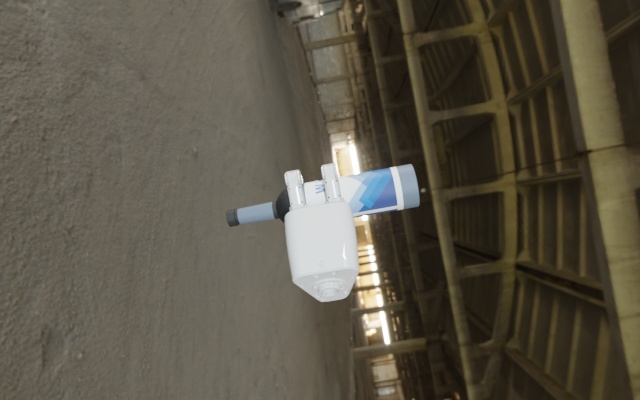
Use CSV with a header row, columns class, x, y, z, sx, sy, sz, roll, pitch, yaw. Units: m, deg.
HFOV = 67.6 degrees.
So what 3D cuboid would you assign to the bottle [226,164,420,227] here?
class,x,y,z,sx,sy,sz,roll,pitch,yaw
bottle,0.000,0.002,0.741,0.296,0.069,0.069,-10,-1,4
